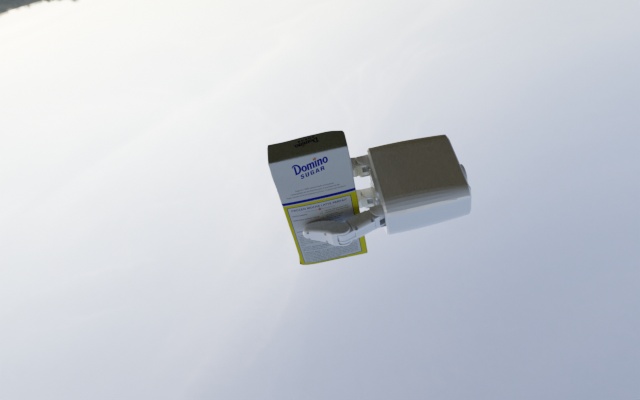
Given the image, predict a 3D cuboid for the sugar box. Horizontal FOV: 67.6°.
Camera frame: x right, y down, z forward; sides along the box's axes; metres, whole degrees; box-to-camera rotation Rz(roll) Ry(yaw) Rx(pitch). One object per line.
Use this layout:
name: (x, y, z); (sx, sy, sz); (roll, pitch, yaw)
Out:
sugar box: (0.000, 0.002, 0.592); (0.093, 0.176, 0.048); (-12, 38, 2)
